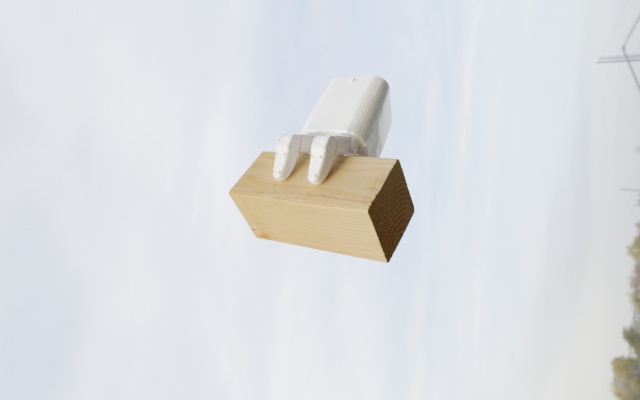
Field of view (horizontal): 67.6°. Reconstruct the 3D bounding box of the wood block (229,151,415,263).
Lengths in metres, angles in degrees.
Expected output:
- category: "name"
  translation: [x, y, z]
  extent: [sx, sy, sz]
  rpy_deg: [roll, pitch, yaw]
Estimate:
- category: "wood block"
  translation: [0.000, 0.002, 0.605]
  extent: [0.206, 0.091, 0.090]
  rpy_deg: [7, 49, 35]
